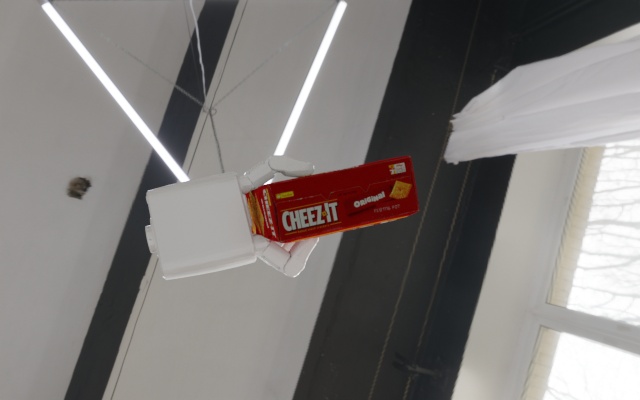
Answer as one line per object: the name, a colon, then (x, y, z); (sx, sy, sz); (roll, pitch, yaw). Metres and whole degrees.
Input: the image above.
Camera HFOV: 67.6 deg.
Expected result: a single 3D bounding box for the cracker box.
cracker box: (0.000, 0.002, 0.599); (0.164, 0.072, 0.213); (-12, 2, -16)
